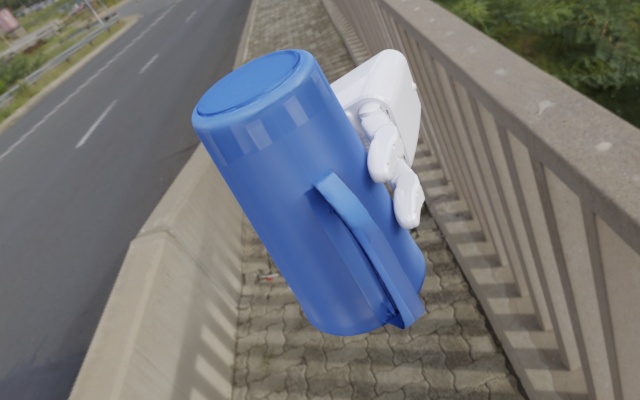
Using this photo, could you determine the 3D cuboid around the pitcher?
[{"bbox_3d":[0.000,0.001,0.418,0.149,0.243,0.145,-10,37,28],"label":"pitcher"}]
